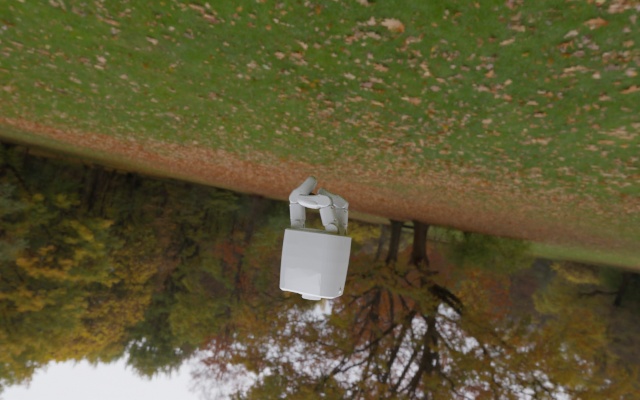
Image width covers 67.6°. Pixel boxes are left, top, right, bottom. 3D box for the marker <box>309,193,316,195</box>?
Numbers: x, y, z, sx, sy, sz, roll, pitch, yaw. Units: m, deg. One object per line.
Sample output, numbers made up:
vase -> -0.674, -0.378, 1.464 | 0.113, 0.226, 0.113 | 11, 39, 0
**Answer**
marker -> 0.000, 0.003, 0.884 | 0.020, 0.020, 0.121 | 0, -7, 16
